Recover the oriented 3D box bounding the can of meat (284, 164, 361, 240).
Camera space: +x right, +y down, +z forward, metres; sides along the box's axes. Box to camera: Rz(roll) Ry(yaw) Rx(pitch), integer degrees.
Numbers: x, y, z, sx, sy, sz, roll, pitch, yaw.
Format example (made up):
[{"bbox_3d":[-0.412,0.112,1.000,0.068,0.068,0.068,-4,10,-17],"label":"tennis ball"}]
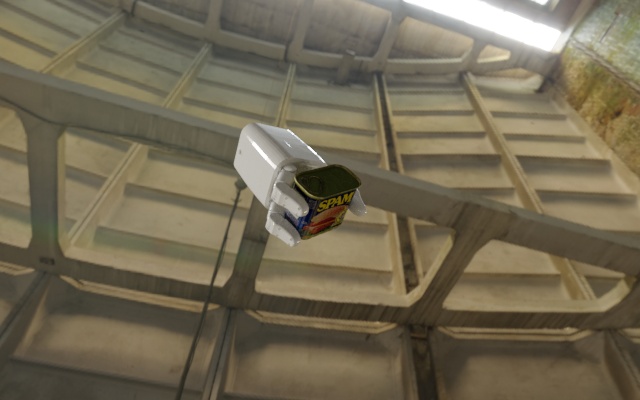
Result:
[{"bbox_3d":[0.000,0.003,0.696,0.102,0.084,0.057,-17,51,-41],"label":"can of meat"}]
